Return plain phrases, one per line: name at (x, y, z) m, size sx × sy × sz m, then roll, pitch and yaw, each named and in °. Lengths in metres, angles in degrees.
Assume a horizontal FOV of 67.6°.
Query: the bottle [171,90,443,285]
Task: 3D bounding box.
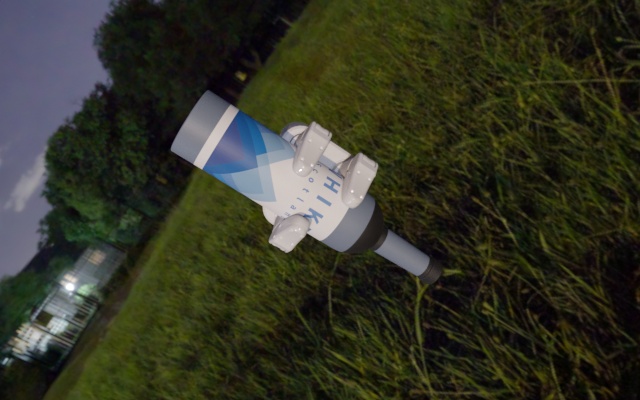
bottle at (0.000, 0.001, 0.476) m, size 0.296 × 0.069 × 0.069 m, roll 32°, pitch -8°, yaw -13°
